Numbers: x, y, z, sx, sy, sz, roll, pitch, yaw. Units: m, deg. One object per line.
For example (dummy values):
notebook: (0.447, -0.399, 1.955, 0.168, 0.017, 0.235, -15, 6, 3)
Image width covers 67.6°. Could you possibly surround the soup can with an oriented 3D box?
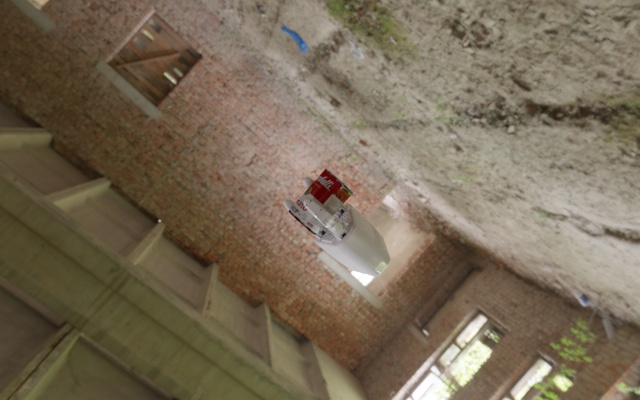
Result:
soup can: (0.000, 0.003, 0.855, 0.068, 0.102, 0.068, 42, 0, 0)
